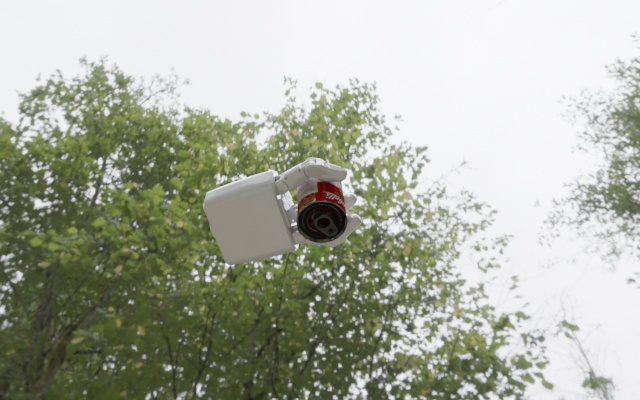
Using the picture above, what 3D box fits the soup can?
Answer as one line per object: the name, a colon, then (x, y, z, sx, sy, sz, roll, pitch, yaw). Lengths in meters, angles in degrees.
soup can: (0.001, 0.002, 0.672, 0.068, 0.068, 0.102, 0, 33, -3)
